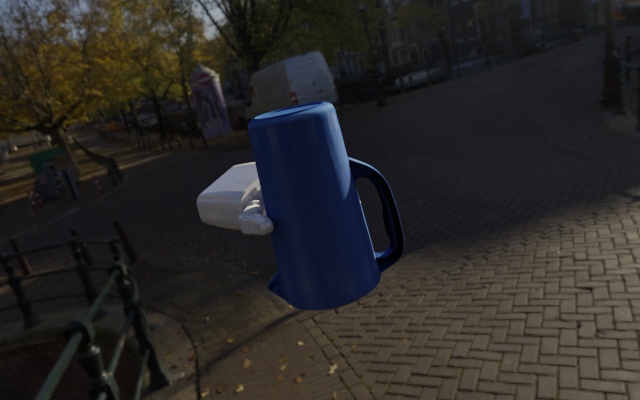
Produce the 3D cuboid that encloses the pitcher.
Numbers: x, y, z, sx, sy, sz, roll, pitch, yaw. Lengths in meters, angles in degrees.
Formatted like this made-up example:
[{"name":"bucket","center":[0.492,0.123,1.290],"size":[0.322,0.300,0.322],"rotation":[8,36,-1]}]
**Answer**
[{"name":"pitcher","center":[0.000,0.002,0.607],"size":[0.145,0.243,0.149],"rotation":[2,22,43]}]
